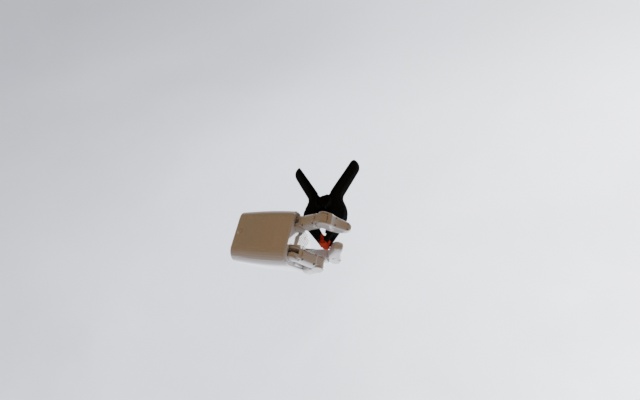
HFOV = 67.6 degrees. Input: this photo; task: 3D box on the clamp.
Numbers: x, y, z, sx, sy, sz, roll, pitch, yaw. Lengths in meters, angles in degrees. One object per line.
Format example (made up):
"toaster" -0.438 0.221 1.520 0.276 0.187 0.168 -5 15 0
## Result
"clamp" 0.000 0.003 0.846 0.120 0.171 0.039 -3 -33 26
